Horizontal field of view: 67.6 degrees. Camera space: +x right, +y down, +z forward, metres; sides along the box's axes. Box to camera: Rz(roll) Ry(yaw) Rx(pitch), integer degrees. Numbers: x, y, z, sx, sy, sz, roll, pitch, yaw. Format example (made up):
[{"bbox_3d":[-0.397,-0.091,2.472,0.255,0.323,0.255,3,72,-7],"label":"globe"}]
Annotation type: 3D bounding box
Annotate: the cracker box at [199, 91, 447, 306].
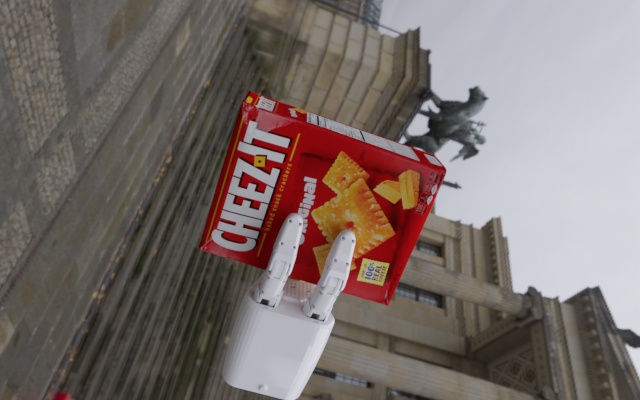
[{"bbox_3d":[0.000,0.002,0.502,0.214,0.164,0.072,18,19,-8],"label":"cracker box"}]
